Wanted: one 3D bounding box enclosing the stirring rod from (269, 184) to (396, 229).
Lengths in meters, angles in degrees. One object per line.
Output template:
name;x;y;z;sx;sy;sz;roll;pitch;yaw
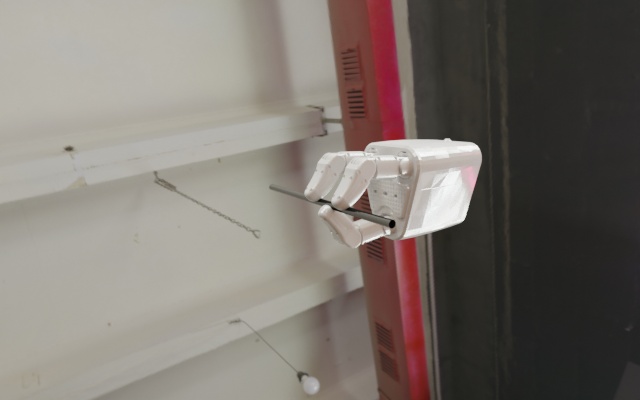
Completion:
stirring rod;0.000;0.002;0.522;0.011;0.011;0.239;0;9;-32
